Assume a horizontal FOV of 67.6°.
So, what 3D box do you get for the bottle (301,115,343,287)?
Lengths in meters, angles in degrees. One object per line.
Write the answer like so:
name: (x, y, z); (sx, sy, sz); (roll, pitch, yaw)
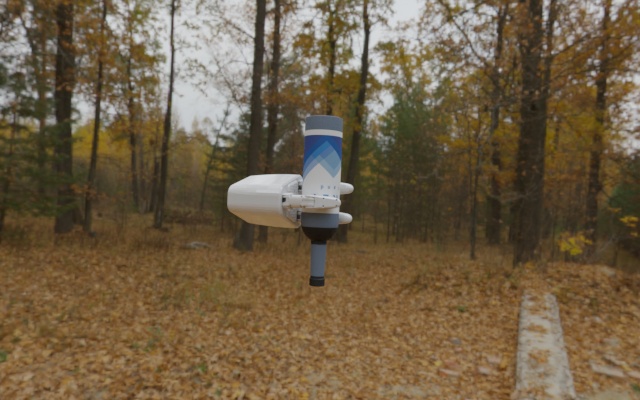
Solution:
bottle: (0.000, 0.003, 0.842); (0.069, 0.295, 0.069); (3, 0, 0)
